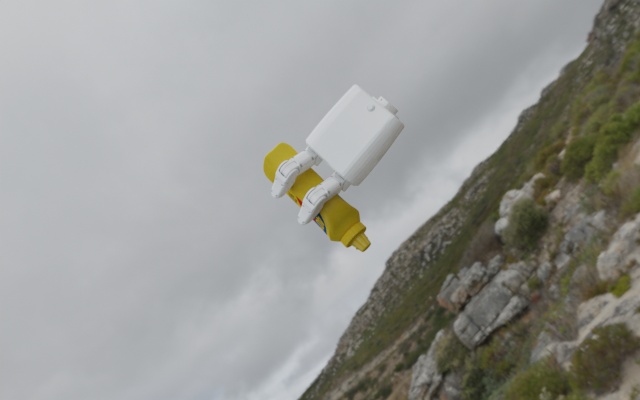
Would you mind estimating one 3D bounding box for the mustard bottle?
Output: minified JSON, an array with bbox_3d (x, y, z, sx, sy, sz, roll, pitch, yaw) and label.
[{"bbox_3d":[0.000,0.002,0.696,0.191,0.058,0.096,44,-12,17],"label":"mustard bottle"}]
